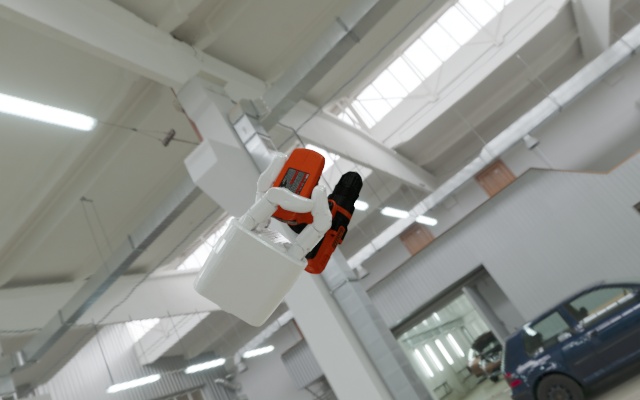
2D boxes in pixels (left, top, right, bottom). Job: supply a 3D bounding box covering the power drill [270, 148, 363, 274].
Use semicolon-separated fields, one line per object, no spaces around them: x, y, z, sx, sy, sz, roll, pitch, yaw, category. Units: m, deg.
0.000;0.002;0.712;0.057;0.184;0.188;16;-20;27;power drill
